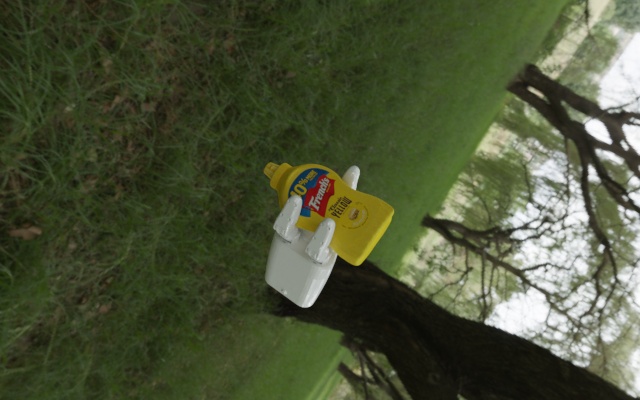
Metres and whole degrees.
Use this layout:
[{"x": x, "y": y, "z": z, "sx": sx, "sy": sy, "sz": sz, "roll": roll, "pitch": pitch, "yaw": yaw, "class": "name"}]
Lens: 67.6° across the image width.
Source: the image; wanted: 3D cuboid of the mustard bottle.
[{"x": 0.000, "y": 0.002, "z": 0.674, "sx": 0.191, "sy": 0.096, "sz": 0.058, "roll": 33, "pitch": -22, "yaw": 14, "class": "mustard bottle"}]
